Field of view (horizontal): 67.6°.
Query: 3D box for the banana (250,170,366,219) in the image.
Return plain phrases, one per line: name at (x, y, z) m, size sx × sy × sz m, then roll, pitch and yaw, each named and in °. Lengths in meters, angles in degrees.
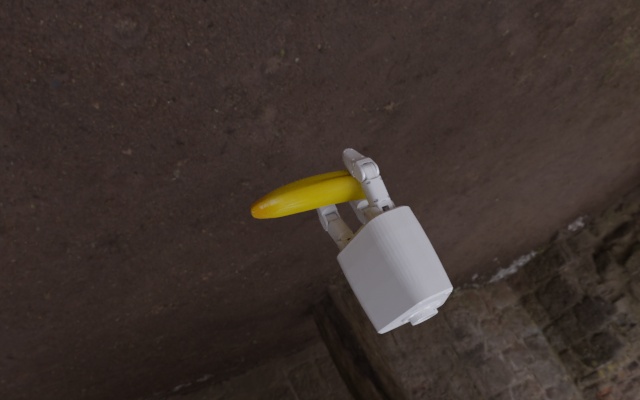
banana at (0.012, -0.008, 0.579) m, size 0.198 × 0.037 × 0.070 m, roll -8°, pitch -27°, yaw -39°
